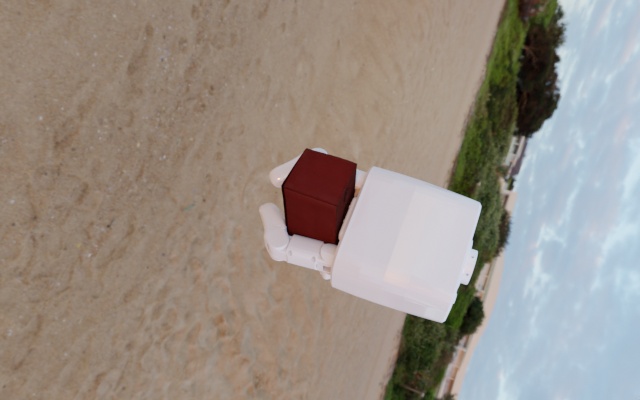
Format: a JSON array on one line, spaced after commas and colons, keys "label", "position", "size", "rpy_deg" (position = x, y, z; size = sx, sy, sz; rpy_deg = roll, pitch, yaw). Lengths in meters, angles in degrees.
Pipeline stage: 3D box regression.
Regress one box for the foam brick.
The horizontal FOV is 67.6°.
[{"label": "foam brick", "position": [0.000, 0.001, 0.436], "size": [0.051, 0.053, 0.078], "rpy_deg": [18, -36, 14]}]
